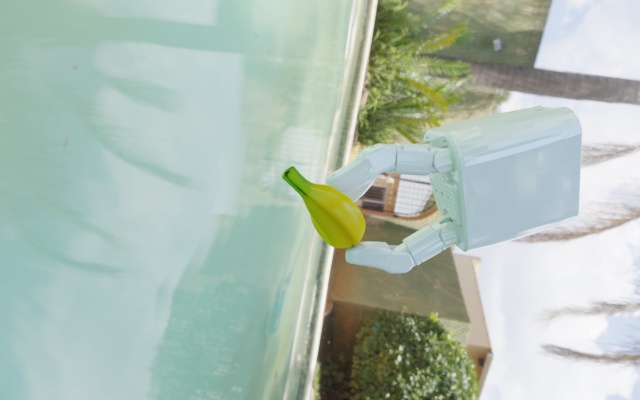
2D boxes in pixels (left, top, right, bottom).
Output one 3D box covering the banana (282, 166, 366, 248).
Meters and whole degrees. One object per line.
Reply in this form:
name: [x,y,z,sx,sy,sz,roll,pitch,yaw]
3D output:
banana: [0.011,0.015,0.438,0.037,0.069,0.198,-38,-12,-4]
